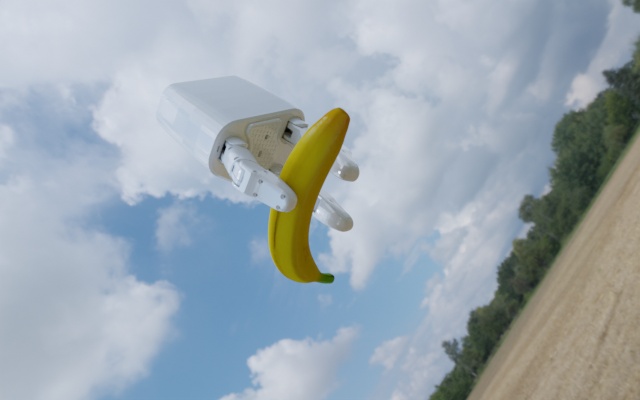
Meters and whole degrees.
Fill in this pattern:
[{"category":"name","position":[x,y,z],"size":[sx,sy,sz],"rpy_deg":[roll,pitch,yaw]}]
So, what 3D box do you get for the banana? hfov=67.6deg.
[{"category":"banana","position":[-0.015,0.010,0.431],"size":[0.069,0.198,0.037],"rpy_deg":[-22,45,-31]}]
